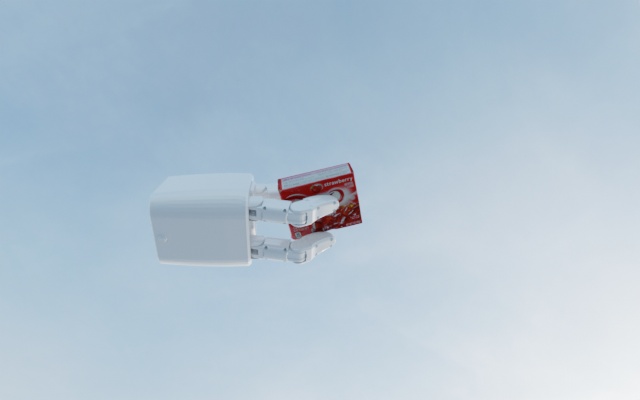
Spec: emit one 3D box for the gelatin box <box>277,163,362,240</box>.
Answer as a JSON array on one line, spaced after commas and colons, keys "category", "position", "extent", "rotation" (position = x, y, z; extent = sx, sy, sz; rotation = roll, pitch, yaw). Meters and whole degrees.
[{"category": "gelatin box", "position": [0.000, 0.002, 0.564], "extent": [0.089, 0.073, 0.030], "rotation": [-14, 34, -1]}]
